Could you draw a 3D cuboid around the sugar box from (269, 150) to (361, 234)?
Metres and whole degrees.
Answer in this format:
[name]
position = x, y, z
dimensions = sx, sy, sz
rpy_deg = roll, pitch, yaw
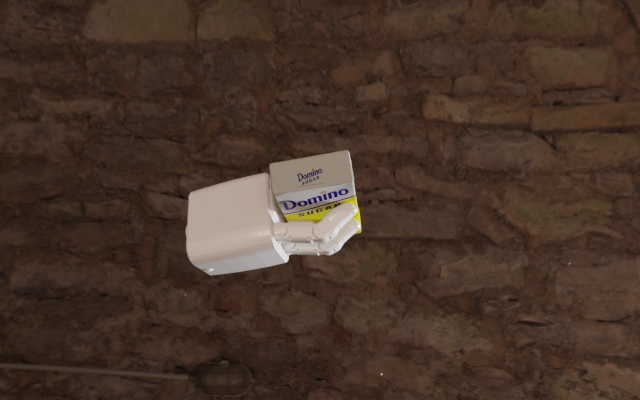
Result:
[sugar box]
position = 0.000, 0.003, 0.601
dimensions = 0.093, 0.048, 0.176
rpy_deg = -10, -21, 5
